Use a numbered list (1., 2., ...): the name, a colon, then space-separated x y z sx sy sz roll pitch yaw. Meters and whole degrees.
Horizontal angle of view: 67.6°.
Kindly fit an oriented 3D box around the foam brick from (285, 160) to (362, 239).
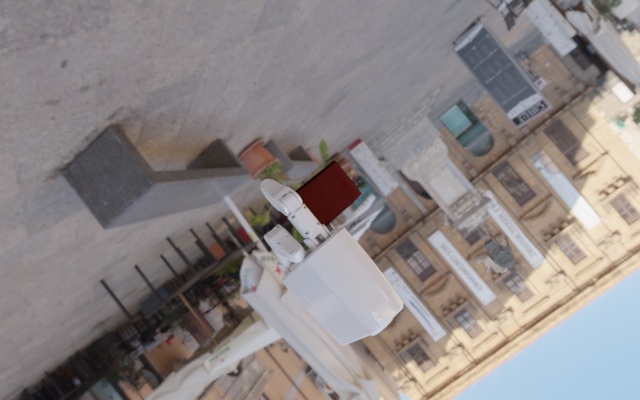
1. foam brick: 0.000 0.002 0.562 0.078 0.051 0.053 -40 -6 -17
